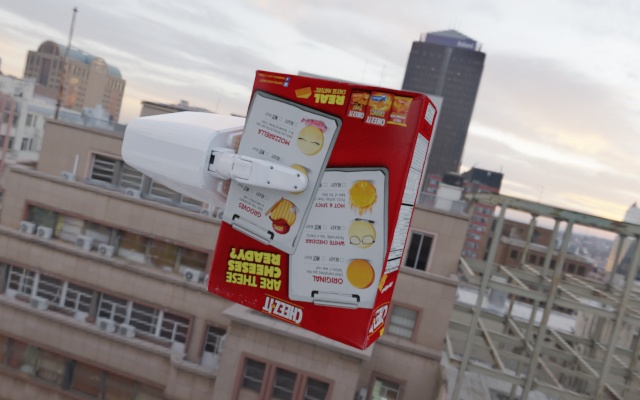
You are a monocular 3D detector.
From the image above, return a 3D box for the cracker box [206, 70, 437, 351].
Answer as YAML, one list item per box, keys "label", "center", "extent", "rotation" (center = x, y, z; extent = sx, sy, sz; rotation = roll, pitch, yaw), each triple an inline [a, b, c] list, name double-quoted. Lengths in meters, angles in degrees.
- label: "cracker box"
  center: [0.000, 0.001, 0.439]
  extent: [0.164, 0.214, 0.072]
  rotation: [14, 4, 24]
